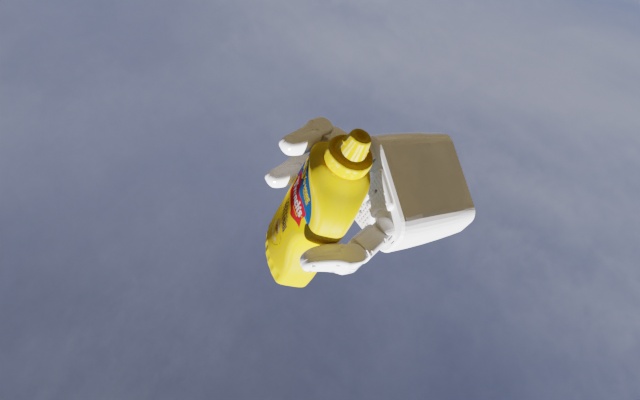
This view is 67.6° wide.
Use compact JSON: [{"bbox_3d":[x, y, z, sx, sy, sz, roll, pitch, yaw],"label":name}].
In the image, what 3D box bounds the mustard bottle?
[{"bbox_3d":[0.000,0.002,0.455,0.058,0.096,0.192,13,-38,-17],"label":"mustard bottle"}]
